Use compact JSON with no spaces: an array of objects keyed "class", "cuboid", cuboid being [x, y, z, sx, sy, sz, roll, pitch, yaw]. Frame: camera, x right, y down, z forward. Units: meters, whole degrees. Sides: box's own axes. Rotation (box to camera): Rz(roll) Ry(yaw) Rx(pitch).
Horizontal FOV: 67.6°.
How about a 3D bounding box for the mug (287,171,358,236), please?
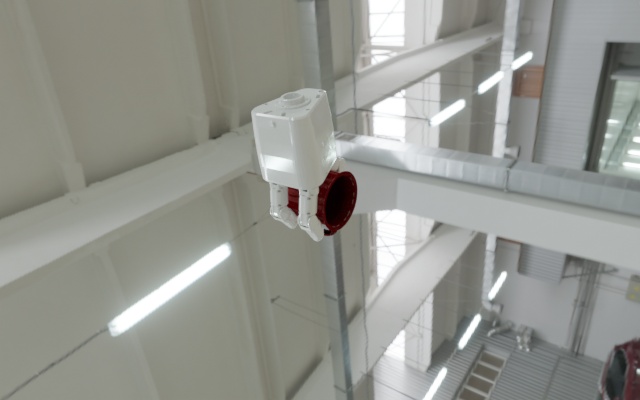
[{"class":"mug","cuboid":[0.000,0.004,0.747,0.081,0.117,0.093,16,38,33]}]
